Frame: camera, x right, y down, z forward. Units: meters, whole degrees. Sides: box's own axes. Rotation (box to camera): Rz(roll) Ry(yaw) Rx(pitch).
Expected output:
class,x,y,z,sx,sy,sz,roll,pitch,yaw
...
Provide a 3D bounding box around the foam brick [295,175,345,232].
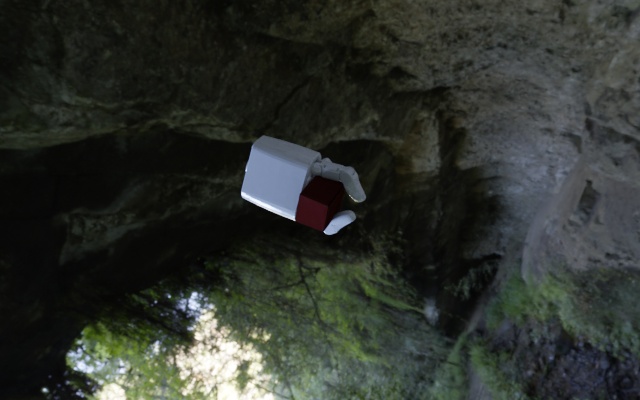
class,x,y,z,sx,sy,sz,roll,pitch,yaw
foam brick,0.000,0.003,0.752,0.051,0.053,0.078,21,34,12
